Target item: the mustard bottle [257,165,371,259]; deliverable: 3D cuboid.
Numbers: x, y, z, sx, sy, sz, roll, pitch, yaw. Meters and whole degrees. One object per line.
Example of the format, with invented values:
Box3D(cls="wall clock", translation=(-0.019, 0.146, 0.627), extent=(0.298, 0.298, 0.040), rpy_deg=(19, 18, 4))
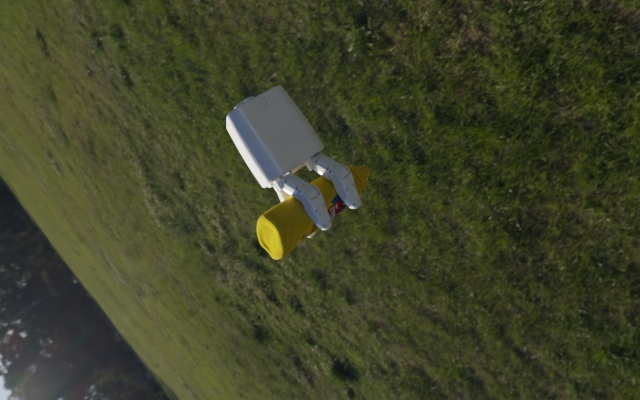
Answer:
Box3D(cls="mustard bottle", translation=(0.000, 0.003, 0.676), extent=(0.191, 0.058, 0.096), rpy_deg=(-36, -20, -28))
